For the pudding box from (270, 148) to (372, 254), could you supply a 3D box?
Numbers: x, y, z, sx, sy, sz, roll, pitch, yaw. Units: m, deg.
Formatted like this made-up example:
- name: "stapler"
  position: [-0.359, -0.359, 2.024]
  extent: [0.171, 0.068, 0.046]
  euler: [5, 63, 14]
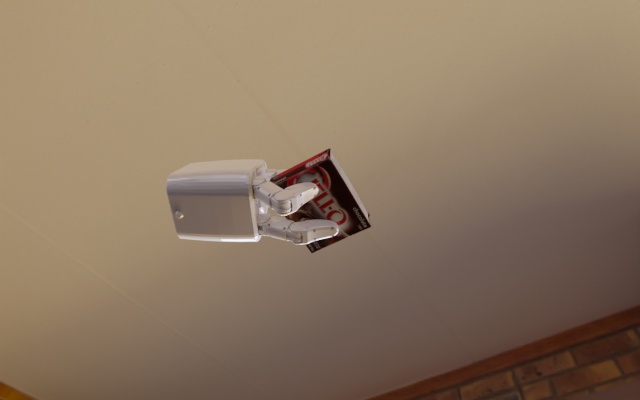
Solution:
- name: "pudding box"
  position: [0.000, 0.002, 0.609]
  extent: [0.090, 0.113, 0.039]
  euler: [-25, 27, 17]
